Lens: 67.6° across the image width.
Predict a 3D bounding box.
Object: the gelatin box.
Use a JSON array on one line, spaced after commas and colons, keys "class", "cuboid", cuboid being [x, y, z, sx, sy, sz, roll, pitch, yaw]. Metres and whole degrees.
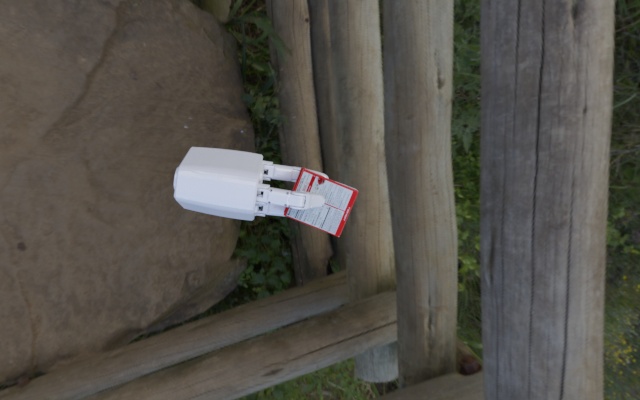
[{"class": "gelatin box", "cuboid": [0.000, 0.002, 0.690, 0.089, 0.073, 0.030, 22, 6, -4]}]
